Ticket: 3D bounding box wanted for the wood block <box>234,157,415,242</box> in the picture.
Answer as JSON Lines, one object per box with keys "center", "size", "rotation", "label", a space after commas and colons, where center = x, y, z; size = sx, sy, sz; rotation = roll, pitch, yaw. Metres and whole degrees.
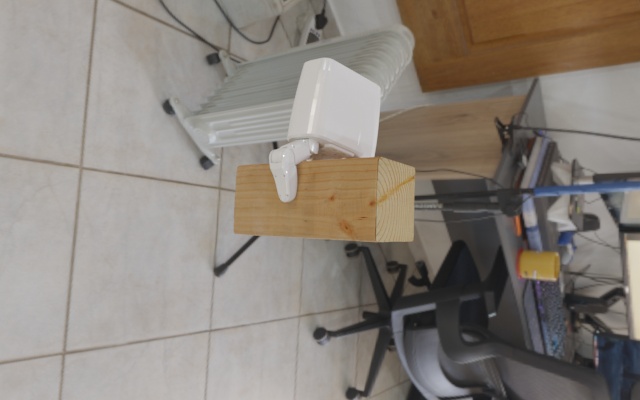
{"center": [0.000, 0.001, 0.581], "size": [0.206, 0.090, 0.091], "rotation": [0, -5, 36], "label": "wood block"}
